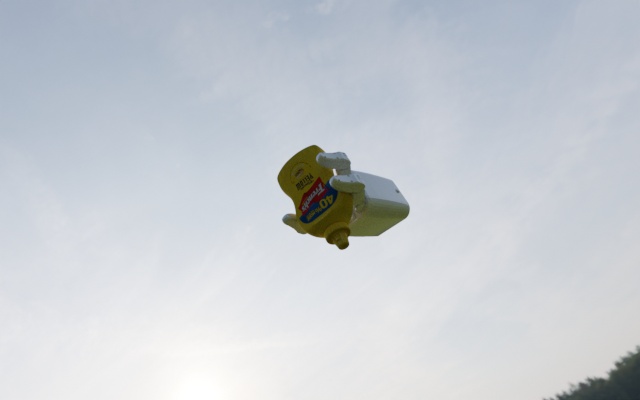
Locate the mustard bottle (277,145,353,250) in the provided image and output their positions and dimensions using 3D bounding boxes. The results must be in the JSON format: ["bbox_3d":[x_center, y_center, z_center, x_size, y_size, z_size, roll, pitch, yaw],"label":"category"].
[{"bbox_3d":[0.000,0.002,0.769,0.096,0.191,0.058,-39,-39,13],"label":"mustard bottle"}]
